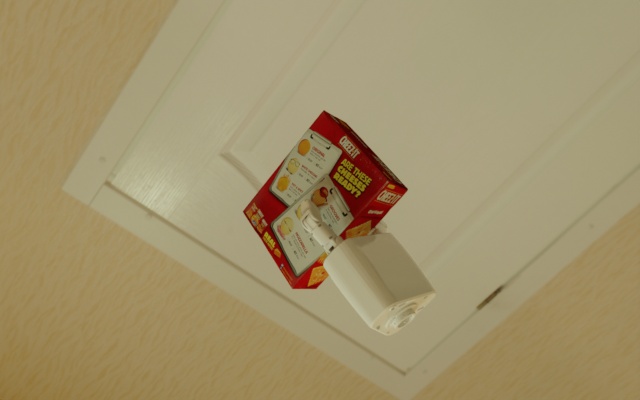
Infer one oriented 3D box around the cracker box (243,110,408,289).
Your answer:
[{"bbox_3d":[0.000,0.002,0.716,0.072,0.214,0.164,15,32,-53],"label":"cracker box"}]
